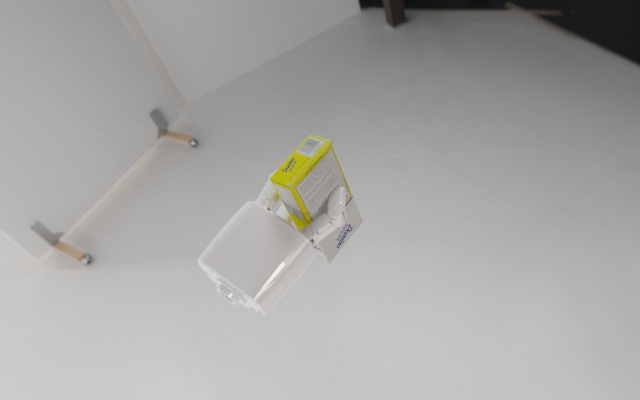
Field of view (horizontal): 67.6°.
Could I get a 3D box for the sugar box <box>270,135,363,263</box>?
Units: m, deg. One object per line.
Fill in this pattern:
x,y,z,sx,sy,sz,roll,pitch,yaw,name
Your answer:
0.000,0.002,0.685,0.048,0.093,0.176,24,-29,35,sugar box
